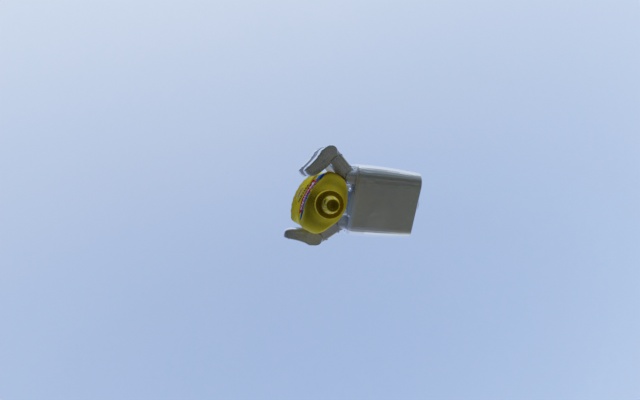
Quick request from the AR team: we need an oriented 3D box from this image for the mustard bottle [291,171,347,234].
[{"bbox_3d":[0.000,0.002,0.732,0.058,0.096,0.191,30,-3,-11],"label":"mustard bottle"}]
